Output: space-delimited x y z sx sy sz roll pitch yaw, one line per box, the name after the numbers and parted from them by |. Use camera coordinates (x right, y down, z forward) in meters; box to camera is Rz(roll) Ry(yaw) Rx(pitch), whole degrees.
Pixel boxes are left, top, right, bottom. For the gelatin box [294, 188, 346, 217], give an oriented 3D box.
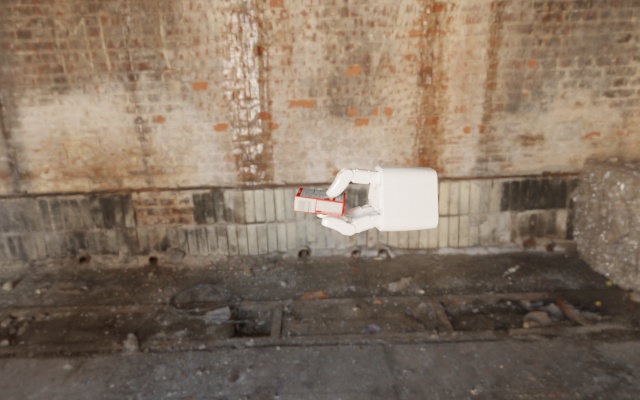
0.000 0.002 0.856 0.089 0.030 0.073 8 14 2 | gelatin box
